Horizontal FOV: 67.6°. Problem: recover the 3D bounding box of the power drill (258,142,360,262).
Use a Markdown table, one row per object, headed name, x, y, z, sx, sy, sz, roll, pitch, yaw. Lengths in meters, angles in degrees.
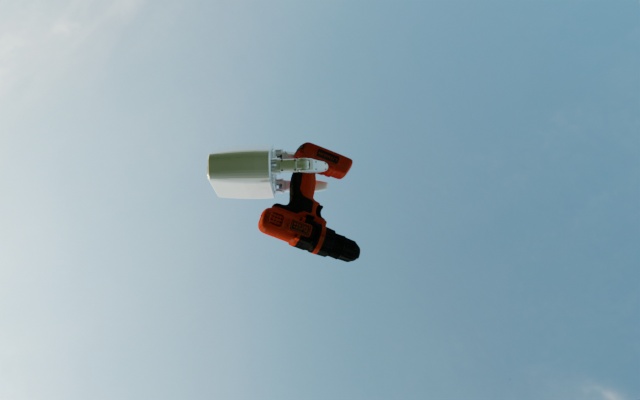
| name | x | y | z | sx | sy | sz | roll | pitch | yaw |
| --- | --- | --- | --- | --- | --- | --- | --- | --- | --- |
| power drill | 0.000 | 0.002 | 0.843 | 0.184 | 0.187 | 0.057 | 22 | -27 | -13 |
